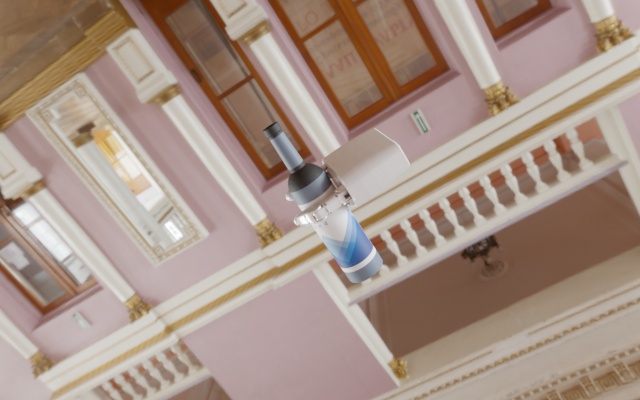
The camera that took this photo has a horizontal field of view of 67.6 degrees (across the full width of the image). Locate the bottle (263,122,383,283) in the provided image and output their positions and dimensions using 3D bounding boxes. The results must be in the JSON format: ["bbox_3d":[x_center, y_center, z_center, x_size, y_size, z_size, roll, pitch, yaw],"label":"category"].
[{"bbox_3d":[0.000,0.003,0.779,0.069,0.296,0.069,-31,17,10],"label":"bottle"}]
